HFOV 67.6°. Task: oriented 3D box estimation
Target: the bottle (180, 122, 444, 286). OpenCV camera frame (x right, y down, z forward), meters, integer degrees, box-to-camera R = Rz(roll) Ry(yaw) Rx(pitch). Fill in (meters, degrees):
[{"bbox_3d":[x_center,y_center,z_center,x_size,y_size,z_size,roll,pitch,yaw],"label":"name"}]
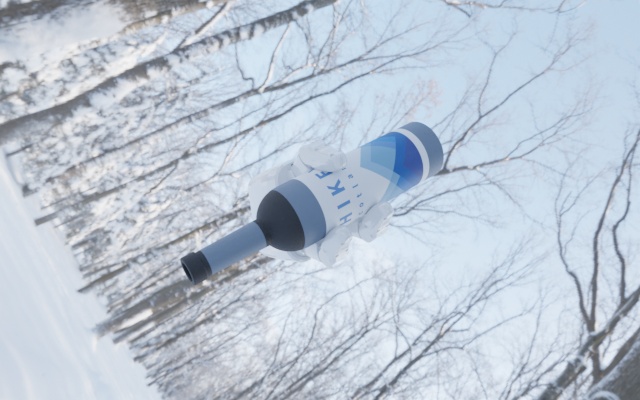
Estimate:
[{"bbox_3d":[0.000,0.001,0.482,0.295,0.069,0.069,-28,13,-27],"label":"bottle"}]
